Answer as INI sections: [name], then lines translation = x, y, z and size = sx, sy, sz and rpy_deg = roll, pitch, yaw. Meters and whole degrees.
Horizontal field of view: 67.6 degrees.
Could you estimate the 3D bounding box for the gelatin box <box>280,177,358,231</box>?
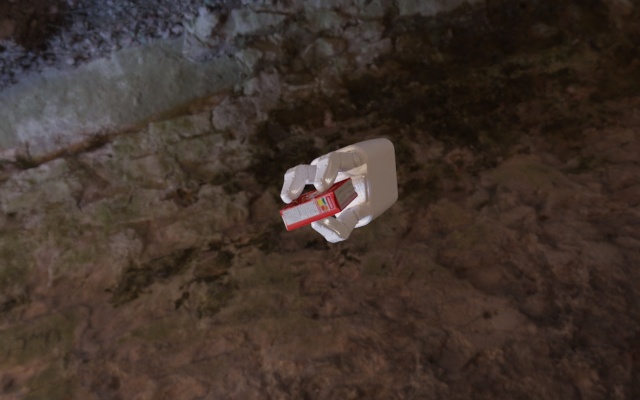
[gelatin box]
translation = 0.000, 0.002, 0.594
size = 0.073, 0.030, 0.089
rpy_deg = -20, 8, 21
